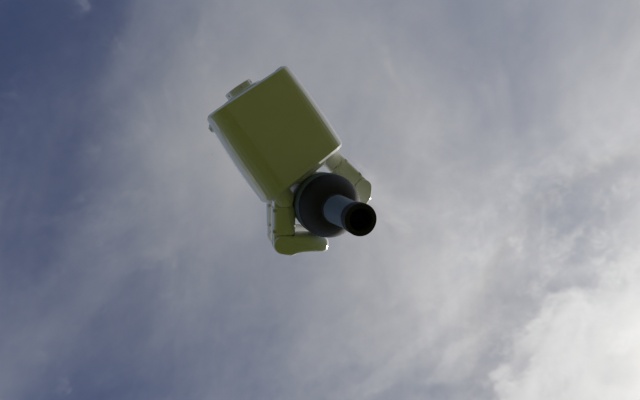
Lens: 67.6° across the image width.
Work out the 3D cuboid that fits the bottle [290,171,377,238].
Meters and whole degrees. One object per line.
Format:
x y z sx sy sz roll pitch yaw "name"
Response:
0.000 0.002 0.525 0.069 0.069 0.295 0 5 -13 "bottle"
